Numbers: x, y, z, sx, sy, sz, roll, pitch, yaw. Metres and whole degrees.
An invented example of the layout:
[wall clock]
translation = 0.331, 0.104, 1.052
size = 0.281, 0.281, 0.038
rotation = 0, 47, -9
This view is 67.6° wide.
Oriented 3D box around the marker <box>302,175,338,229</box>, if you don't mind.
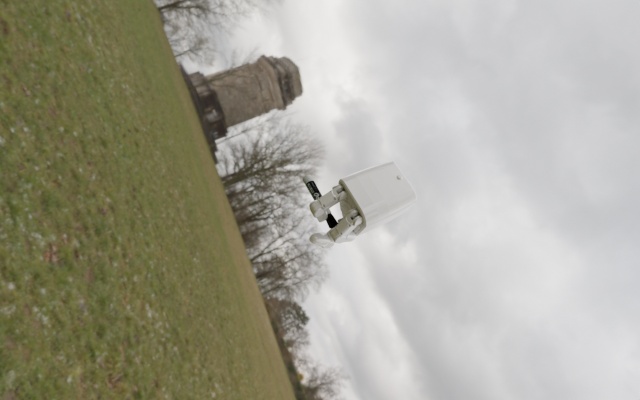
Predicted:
[marker]
translation = 0.000, 0.003, 0.889
size = 0.020, 0.121, 0.020
rotation = -23, -27, -13
